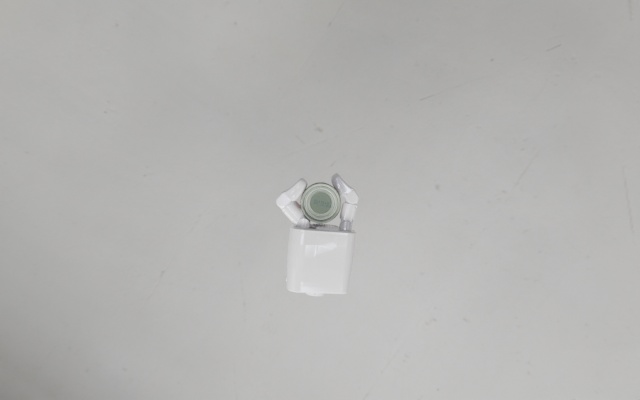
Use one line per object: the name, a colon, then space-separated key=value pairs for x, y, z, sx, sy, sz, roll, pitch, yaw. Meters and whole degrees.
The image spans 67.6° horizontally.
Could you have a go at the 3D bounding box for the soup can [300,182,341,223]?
soup can: x=0.000 y=0.002 z=0.815 sx=0.068 sy=0.068 sz=0.102 roll=0 pitch=2 yaw=0
